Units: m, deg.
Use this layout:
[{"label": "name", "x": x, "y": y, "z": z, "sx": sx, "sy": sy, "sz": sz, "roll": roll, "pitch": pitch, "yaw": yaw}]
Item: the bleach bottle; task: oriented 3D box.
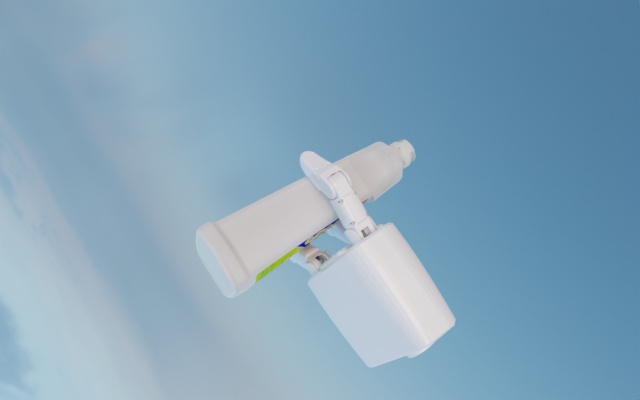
[{"label": "bleach bottle", "x": 0.000, "y": 0.002, "z": 0.484, "sx": 0.251, "sy": 0.068, "sz": 0.102, "roll": -31, "pitch": -7, "yaw": -22}]
